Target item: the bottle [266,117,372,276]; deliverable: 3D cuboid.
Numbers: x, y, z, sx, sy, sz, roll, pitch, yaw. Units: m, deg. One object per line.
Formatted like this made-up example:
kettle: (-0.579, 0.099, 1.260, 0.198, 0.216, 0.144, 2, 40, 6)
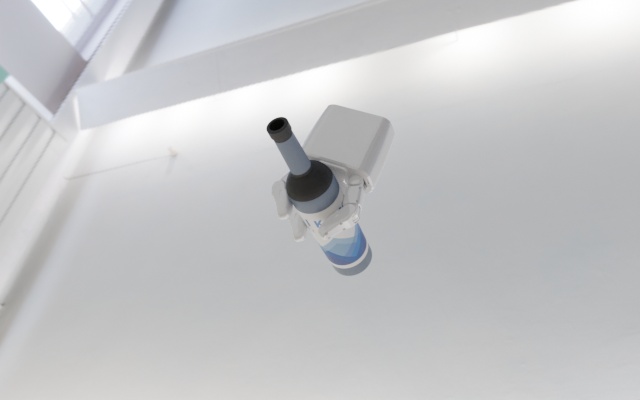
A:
bottle: (0.000, 0.002, 0.652, 0.069, 0.069, 0.296, 0, -37, 25)
